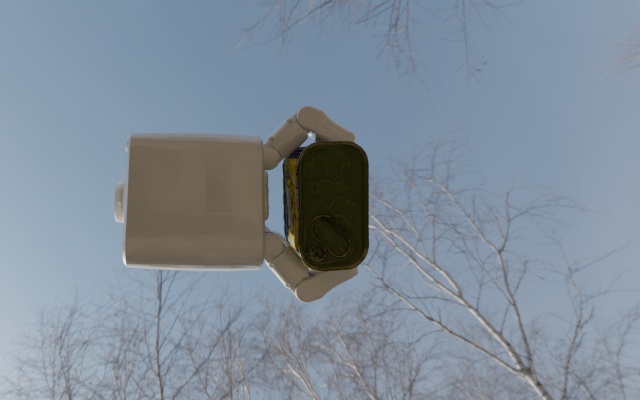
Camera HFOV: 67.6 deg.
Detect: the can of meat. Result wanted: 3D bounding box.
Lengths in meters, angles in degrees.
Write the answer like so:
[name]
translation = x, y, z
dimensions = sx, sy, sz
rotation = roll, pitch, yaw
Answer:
[can of meat]
translation = 0.000, 0.001, 0.410
dimensions = 0.057, 0.102, 0.084
rotation = -3, 6, -15
